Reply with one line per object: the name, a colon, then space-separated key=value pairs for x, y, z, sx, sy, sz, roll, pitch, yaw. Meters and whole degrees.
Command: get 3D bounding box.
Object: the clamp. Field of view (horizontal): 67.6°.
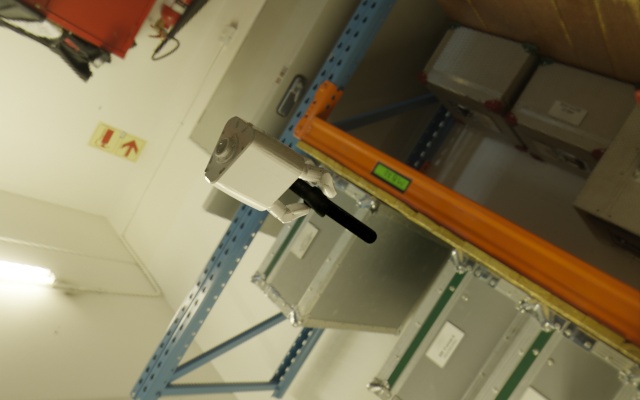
clamp: x=-0.001 y=0.003 z=0.835 sx=0.165 sy=0.036 sz=0.210 roll=34 pitch=3 yaw=-43
